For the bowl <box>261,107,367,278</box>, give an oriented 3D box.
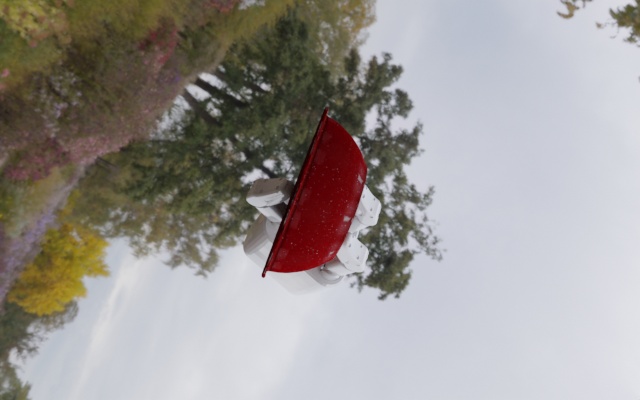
[{"bbox_3d":[0.001,0.001,0.429,0.055,0.162,0.162,21,-1,-3],"label":"bowl"}]
